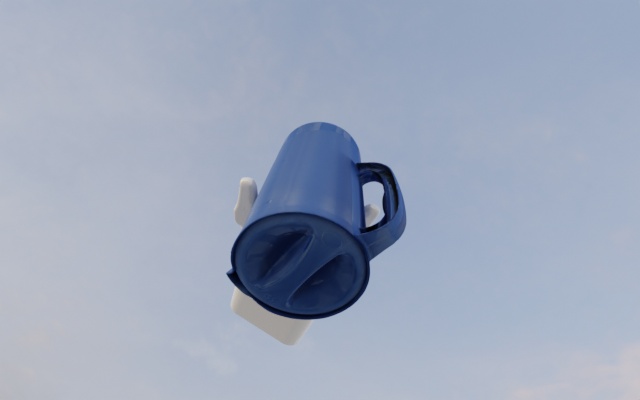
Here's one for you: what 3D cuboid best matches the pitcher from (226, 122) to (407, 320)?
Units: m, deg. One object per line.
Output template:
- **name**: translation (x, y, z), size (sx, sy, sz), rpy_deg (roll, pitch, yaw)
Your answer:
- **pitcher**: translation (0.000, 0.002, 0.543), size (0.149, 0.145, 0.242), rpy_deg (19, 33, -6)
